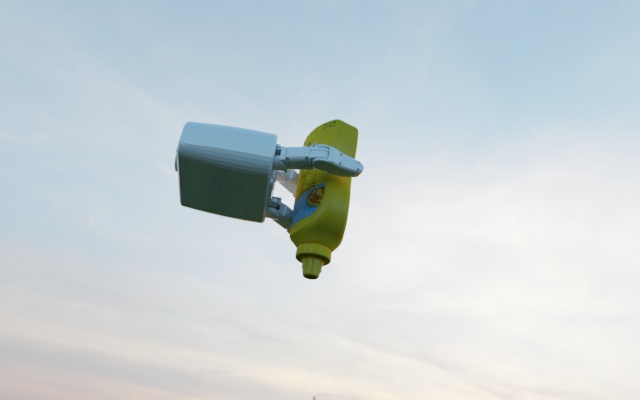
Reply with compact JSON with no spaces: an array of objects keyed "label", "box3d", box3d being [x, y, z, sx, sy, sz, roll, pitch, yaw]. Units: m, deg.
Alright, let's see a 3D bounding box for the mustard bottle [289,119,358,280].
[{"label":"mustard bottle","box3d":[0.000,0.002,0.576,0.058,0.191,0.096,23,-32,-24]}]
